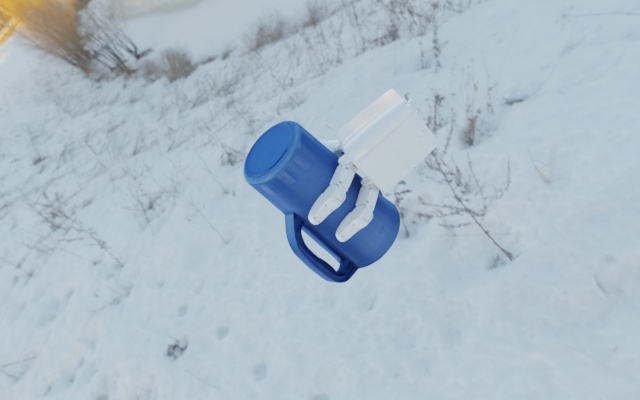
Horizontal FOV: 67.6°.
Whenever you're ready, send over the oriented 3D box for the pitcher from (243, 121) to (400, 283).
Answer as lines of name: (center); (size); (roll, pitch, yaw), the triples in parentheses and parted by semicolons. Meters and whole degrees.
pitcher: (0.000, 0.002, 0.715); (0.243, 0.145, 0.149); (40, 16, -35)
